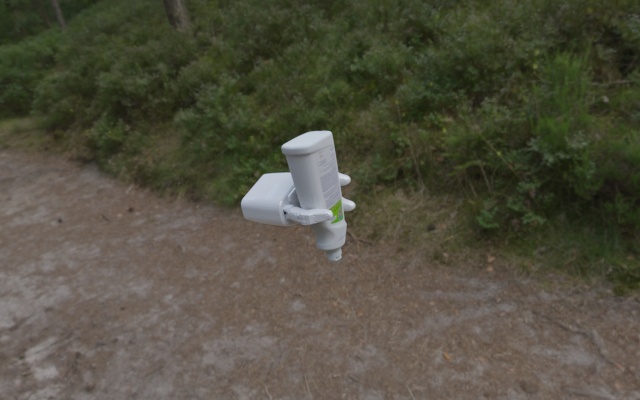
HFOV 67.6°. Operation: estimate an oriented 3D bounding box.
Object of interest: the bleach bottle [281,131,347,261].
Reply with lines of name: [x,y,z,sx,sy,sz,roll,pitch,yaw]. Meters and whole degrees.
bleach bottle: [0.000,0.003,0.897,0.068,0.251,0.102,4,26,35]
